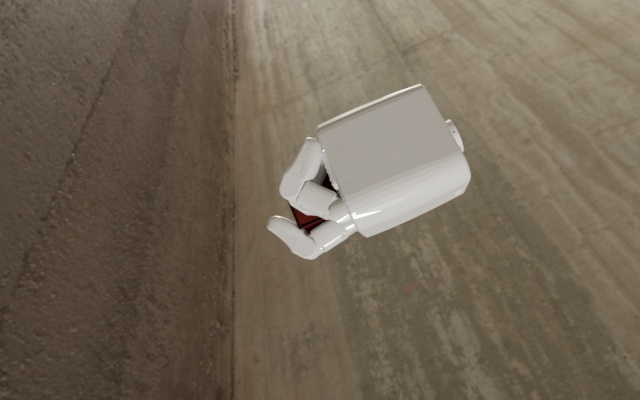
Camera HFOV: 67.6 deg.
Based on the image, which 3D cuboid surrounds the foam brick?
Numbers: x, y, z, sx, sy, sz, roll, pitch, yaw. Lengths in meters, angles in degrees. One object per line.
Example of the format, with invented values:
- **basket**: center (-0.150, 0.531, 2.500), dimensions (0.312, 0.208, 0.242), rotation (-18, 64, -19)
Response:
- **foam brick**: center (0.000, 0.002, 0.501), dimensions (0.051, 0.053, 0.078), rotation (-25, -13, 6)
